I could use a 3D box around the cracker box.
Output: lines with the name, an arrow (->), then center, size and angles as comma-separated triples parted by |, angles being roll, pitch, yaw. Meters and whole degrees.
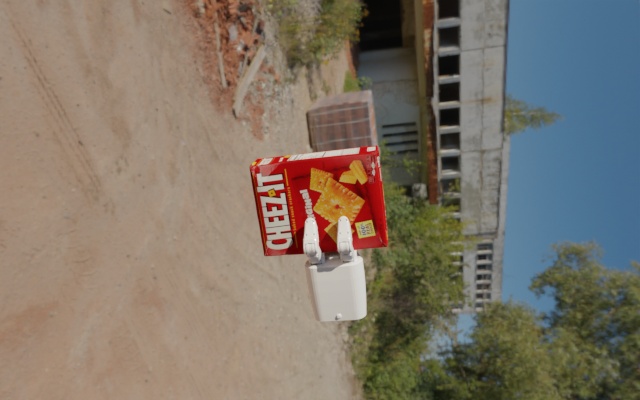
cracker box -> 0.000, 0.003, 0.809 | 0.214, 0.164, 0.072 | -6, 14, 8
